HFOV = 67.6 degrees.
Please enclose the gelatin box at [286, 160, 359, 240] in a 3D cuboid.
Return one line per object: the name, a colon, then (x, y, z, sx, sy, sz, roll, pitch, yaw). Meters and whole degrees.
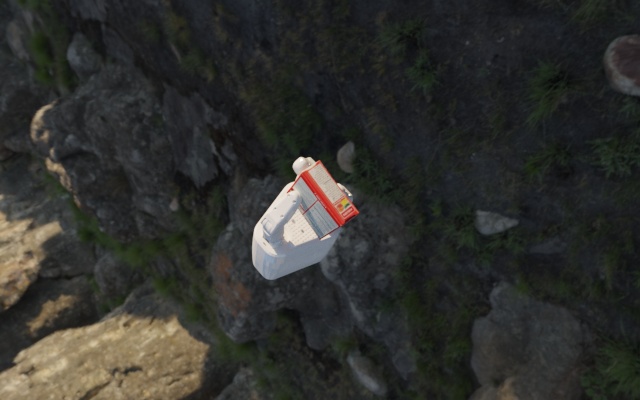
gelatin box: (0.000, 0.002, 0.554, 0.030, 0.073, 0.089, -36, -3, -21)
